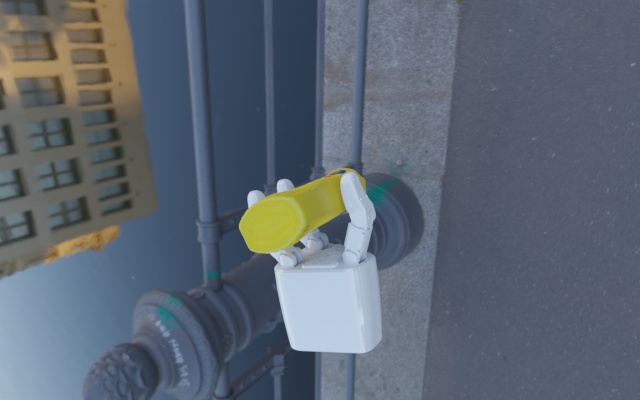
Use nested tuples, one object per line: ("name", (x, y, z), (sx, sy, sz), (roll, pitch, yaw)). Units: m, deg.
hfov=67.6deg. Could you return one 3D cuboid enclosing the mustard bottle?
("mustard bottle", (0.000, 0.002, 0.565), (0.096, 0.058, 0.191), (-29, -3, 38))
